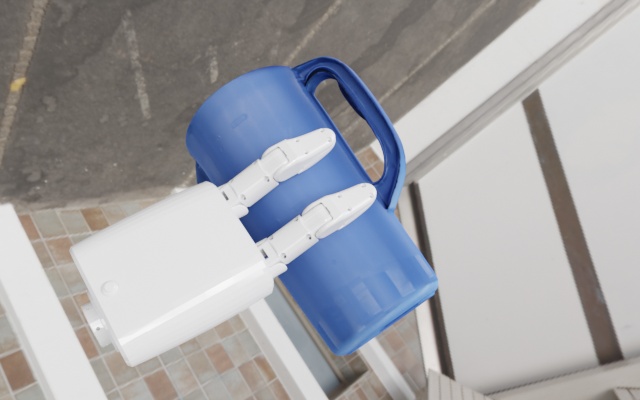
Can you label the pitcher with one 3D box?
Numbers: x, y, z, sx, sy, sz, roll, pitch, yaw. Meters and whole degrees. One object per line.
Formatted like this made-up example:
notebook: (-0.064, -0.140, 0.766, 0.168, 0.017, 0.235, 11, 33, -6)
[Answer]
pitcher: (0.000, 0.002, 0.427, 0.145, 0.242, 0.149, -27, -19, -27)
